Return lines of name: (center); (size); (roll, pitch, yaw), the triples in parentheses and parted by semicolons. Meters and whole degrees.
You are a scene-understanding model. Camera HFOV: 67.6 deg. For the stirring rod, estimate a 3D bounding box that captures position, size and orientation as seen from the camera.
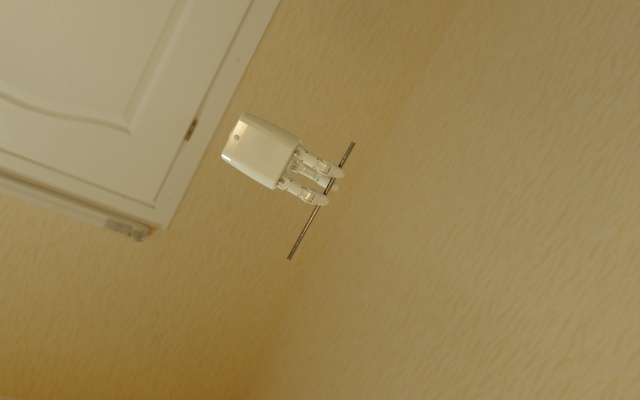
stirring rod: (0.000, 0.003, 0.844); (0.011, 0.239, 0.011); (28, 9, -5)
